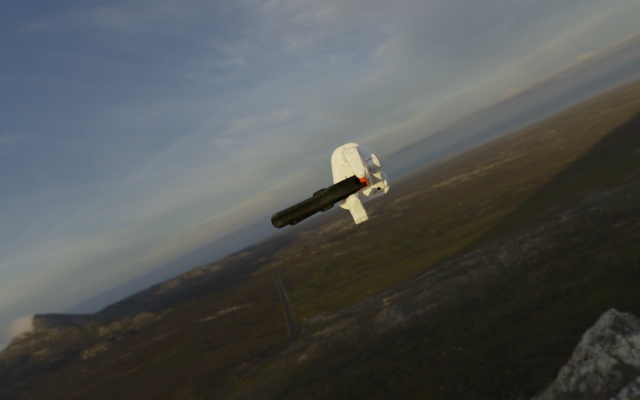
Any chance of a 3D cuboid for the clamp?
[{"bbox_3d":[0.000,0.002,0.812,0.171,0.039,0.120,-25,1,-1],"label":"clamp"}]
